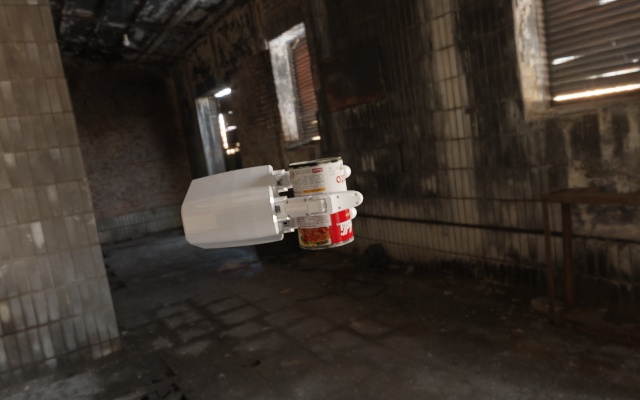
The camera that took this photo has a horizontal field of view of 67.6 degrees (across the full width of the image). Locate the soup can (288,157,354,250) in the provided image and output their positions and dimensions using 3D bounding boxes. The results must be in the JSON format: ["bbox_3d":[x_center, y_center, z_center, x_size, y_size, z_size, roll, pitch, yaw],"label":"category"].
[{"bbox_3d":[0.001,0.002,0.584,0.068,0.102,0.068,-8,7,1],"label":"soup can"}]
